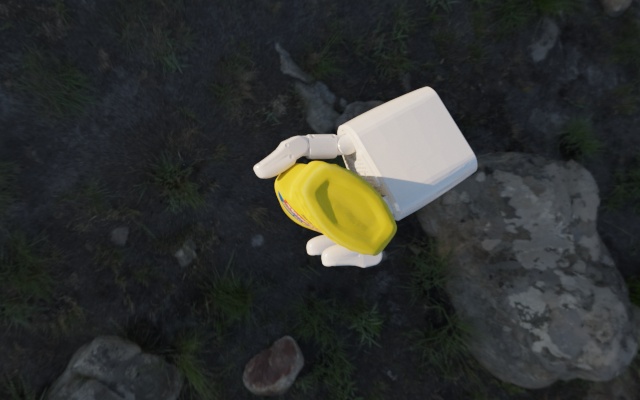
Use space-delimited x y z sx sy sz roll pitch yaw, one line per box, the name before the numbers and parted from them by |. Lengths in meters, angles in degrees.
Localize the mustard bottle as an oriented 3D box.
mustard bottle | 0.000 0.002 0.489 0.096 0.058 0.191 39 -7 -15
